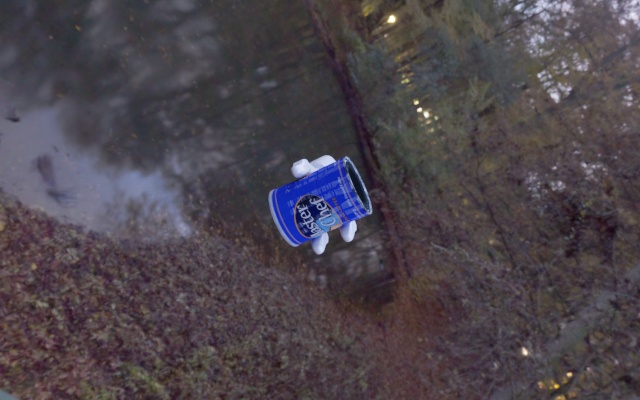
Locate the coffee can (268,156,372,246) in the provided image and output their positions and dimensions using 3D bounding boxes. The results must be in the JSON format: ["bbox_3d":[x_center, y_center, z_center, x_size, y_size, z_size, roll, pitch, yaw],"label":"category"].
[{"bbox_3d":[0.000,0.003,0.786,0.140,0.103,0.103,-24,-7,15],"label":"coffee can"}]
